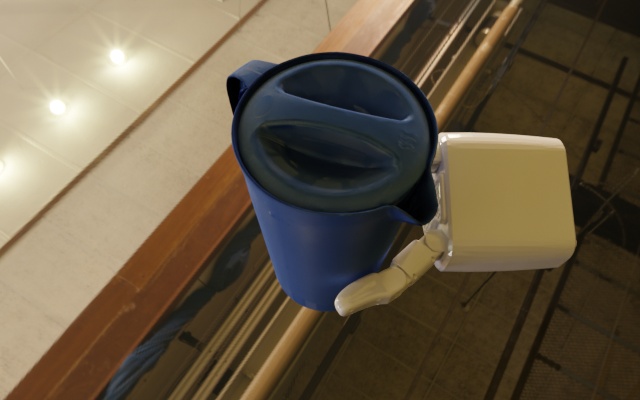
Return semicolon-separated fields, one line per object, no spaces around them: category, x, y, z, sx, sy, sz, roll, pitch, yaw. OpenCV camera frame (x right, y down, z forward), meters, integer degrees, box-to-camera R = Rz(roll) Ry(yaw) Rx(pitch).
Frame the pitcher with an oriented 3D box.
pitcher;0.000;0.001;0.408;0.145;0.149;0.243;-1;-30;-2
